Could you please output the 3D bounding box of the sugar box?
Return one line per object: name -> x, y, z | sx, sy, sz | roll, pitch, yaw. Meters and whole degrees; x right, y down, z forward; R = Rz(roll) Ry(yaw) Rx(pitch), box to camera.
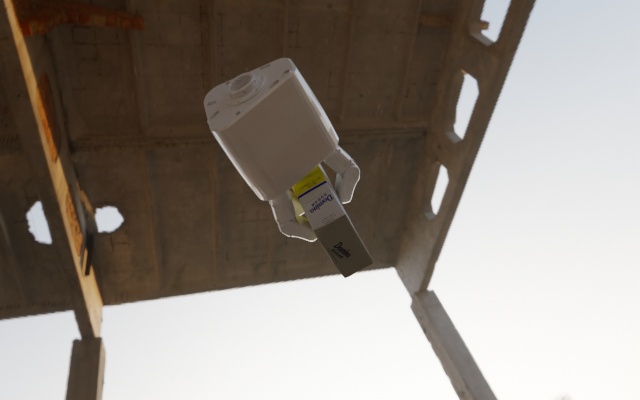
sugar box -> 0.000, 0.002, 0.584 | 0.048, 0.093, 0.176 | -28, 41, 4
